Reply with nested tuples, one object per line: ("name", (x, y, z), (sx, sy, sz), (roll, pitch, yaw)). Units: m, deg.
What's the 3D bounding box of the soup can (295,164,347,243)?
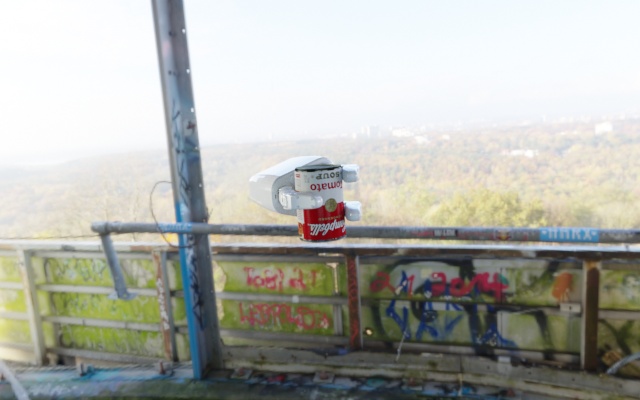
("soup can", (0.000, 0.002, 0.673), (0.068, 0.102, 0.068), (-4, 9, 1))
